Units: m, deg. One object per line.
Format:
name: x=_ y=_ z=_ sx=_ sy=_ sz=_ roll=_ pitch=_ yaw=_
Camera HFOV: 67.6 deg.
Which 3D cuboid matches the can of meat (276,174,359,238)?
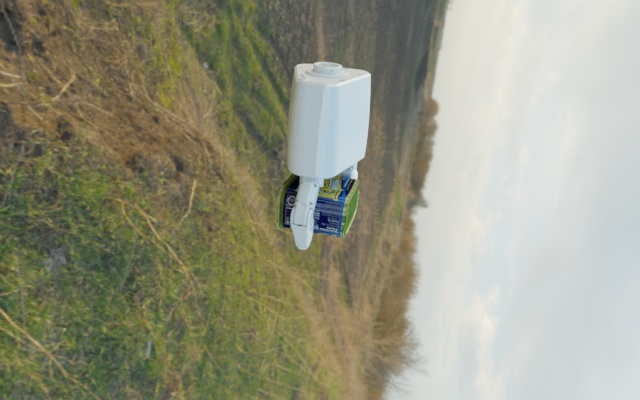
can of meat: x=0.000 y=0.002 z=0.597 sx=0.084 sy=0.057 sz=0.102 roll=9 pitch=24 yaw=11
